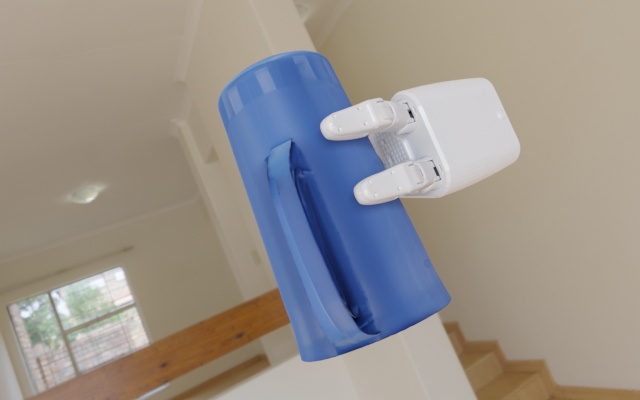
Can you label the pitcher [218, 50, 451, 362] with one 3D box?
[{"bbox_3d":[0.000,0.001,0.402,0.145,0.243,0.149,-19,-9,-30],"label":"pitcher"}]
